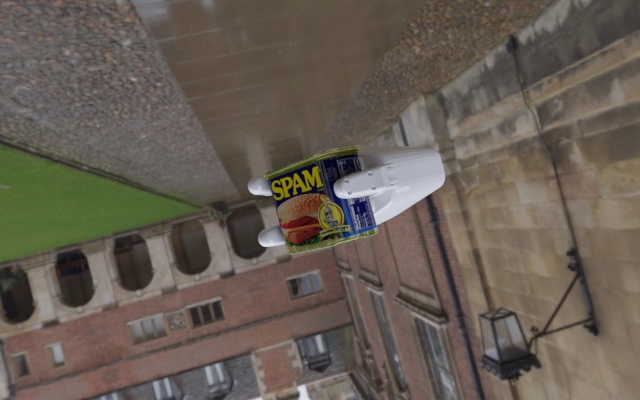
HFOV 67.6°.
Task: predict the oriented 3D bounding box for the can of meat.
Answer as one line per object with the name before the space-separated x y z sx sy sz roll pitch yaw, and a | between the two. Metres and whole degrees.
can of meat | 0.000 0.002 0.462 0.102 0.084 0.057 -16 -1 44
